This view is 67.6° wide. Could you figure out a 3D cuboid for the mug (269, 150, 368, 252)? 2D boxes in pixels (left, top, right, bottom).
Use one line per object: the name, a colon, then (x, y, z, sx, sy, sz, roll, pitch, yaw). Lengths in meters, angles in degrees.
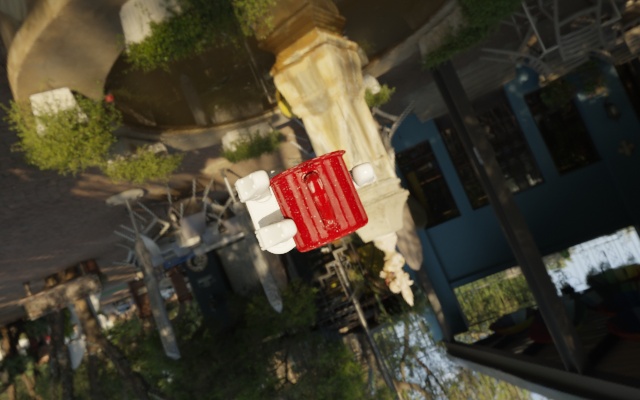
mug: (0.000, 0.002, 0.489, 0.093, 0.081, 0.117, -23, -2, -5)
